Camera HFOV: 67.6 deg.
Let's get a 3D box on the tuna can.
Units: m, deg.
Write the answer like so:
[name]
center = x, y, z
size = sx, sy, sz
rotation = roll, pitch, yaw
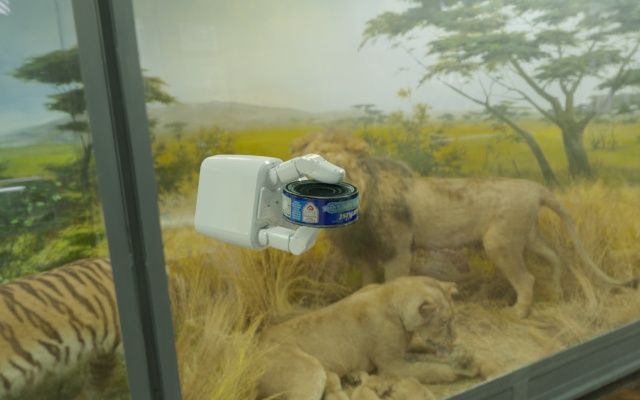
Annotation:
[tuna can]
center = 0.000, 0.001, 0.533
size = 0.086, 0.034, 0.086
rotation = 2, 16, -1
